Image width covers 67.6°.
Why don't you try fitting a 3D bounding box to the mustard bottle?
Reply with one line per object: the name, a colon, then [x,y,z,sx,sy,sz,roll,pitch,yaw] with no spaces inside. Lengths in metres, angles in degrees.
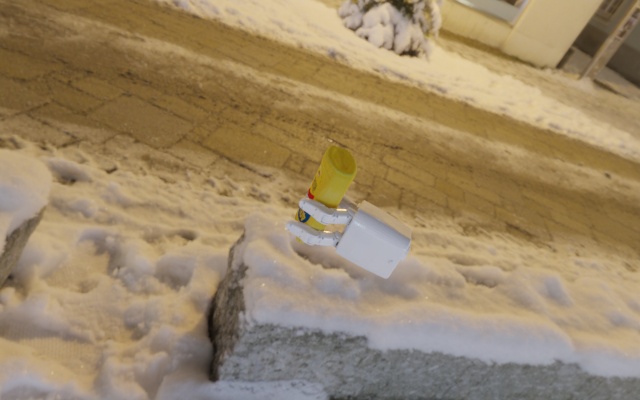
mustard bottle: [0.000,0.002,0.853,0.058,0.192,0.096,16,33,-17]
